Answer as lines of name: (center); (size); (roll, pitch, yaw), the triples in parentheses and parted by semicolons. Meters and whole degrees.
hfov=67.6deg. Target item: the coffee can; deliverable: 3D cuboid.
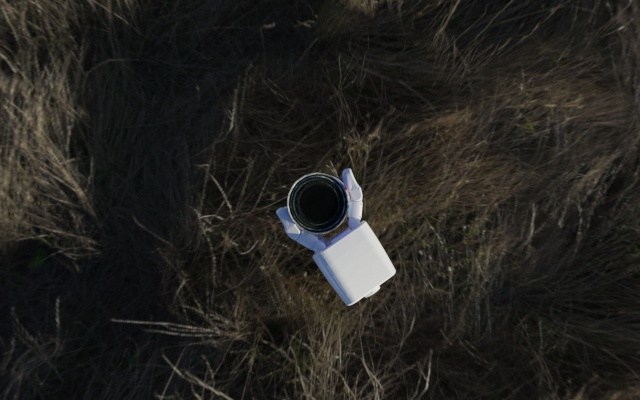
coffee can: (0.000, 0.003, 0.852); (0.103, 0.103, 0.140); (0, 2, 4)
